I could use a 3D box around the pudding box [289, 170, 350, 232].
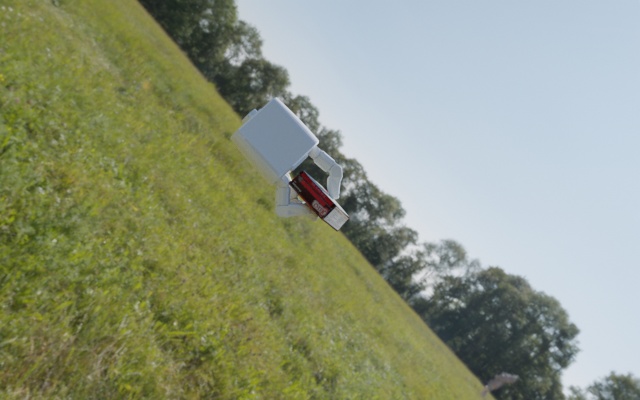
[{"bbox_3d":[0.000,0.003,0.828,0.039,0.090,0.113,-43,-21,4],"label":"pudding box"}]
